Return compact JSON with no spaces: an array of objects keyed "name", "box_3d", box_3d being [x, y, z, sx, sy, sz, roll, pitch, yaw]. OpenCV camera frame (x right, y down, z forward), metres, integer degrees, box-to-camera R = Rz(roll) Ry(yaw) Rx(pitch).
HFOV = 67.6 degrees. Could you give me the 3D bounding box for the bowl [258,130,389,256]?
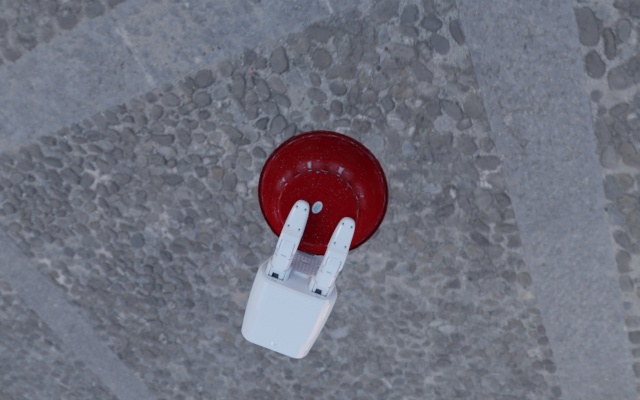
[{"name":"bowl","box_3d":[0.000,0.001,0.562,0.162,0.162,0.055,0,18,6]}]
